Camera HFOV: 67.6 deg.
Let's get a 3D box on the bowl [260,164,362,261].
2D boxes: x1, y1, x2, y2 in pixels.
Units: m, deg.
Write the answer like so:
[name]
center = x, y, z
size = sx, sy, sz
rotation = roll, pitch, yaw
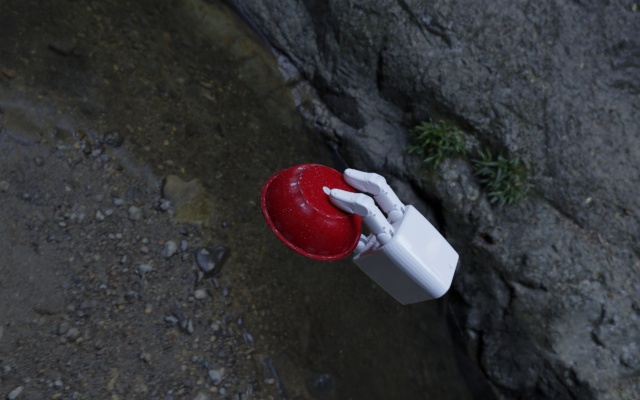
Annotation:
[bowl]
center = -0.001, 0.001, 0.671
size = 0.162, 0.162, 0.055
rotation = 0, -36, -33
